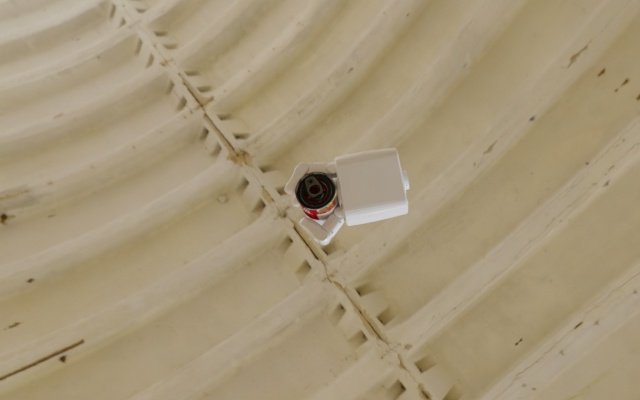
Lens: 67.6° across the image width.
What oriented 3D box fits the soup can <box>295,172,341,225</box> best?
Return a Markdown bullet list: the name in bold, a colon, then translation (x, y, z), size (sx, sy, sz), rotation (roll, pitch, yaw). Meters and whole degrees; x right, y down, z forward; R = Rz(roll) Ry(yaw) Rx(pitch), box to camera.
- **soup can**: translation (0.000, 0.003, 0.820), size (0.068, 0.068, 0.102), rotation (0, -23, 10)
